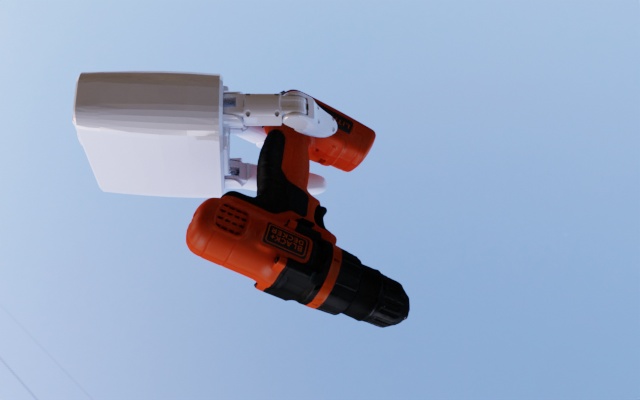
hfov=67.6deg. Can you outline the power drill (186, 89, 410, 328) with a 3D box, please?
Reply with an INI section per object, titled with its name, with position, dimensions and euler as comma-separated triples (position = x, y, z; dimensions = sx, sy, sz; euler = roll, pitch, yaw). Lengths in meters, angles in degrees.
[power drill]
position = 0.000, 0.001, 0.408
dimensions = 0.184, 0.187, 0.057
euler = 26, -44, -15
